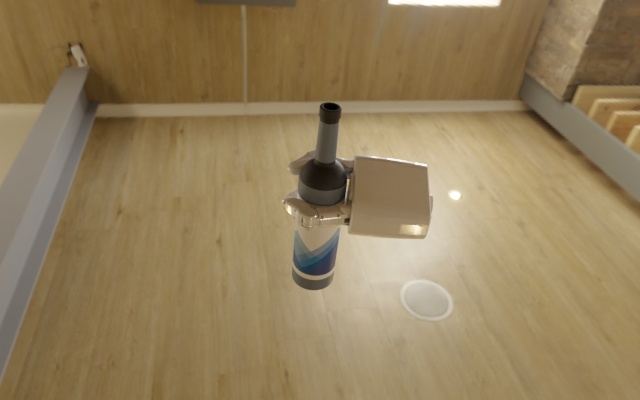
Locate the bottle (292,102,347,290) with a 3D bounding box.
[{"bbox_3d":[0.000,0.002,0.671,0.069,0.296,0.069,4,37,-3],"label":"bottle"}]
